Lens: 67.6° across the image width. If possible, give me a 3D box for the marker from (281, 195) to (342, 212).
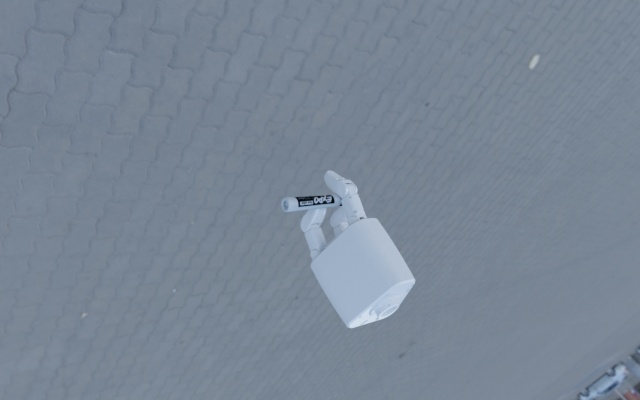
[{"bbox_3d":[0.000,0.002,0.663,0.121,0.020,0.020,-4,3,-39],"label":"marker"}]
